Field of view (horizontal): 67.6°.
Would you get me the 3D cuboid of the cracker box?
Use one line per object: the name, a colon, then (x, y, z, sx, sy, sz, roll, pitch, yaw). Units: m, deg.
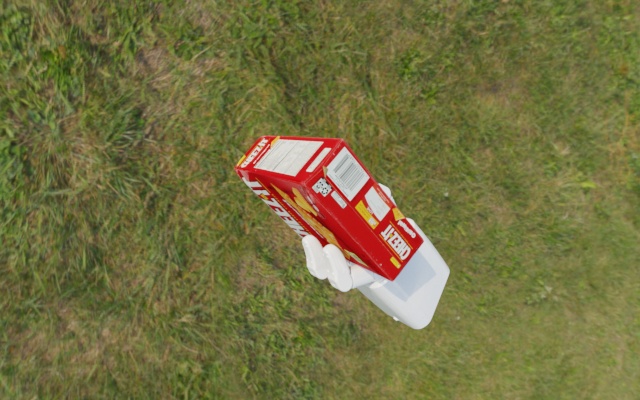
cracker box: (0.000, 0.002, 0.590, 0.164, 0.072, 0.213, 48, -16, -26)
